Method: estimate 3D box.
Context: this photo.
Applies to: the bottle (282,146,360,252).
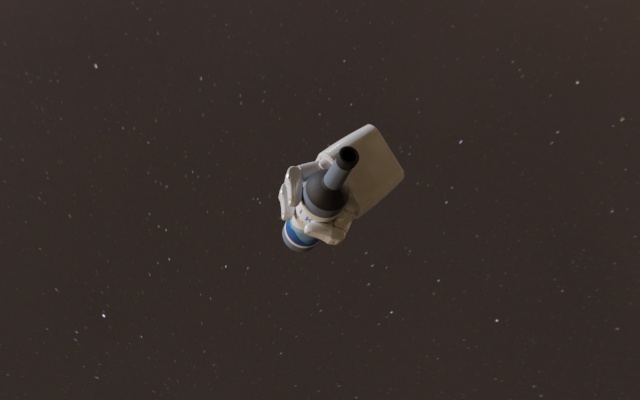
[{"bbox_3d":[0.000,0.003,0.720,0.069,0.069,0.296,0,-23,-15],"label":"bottle"}]
